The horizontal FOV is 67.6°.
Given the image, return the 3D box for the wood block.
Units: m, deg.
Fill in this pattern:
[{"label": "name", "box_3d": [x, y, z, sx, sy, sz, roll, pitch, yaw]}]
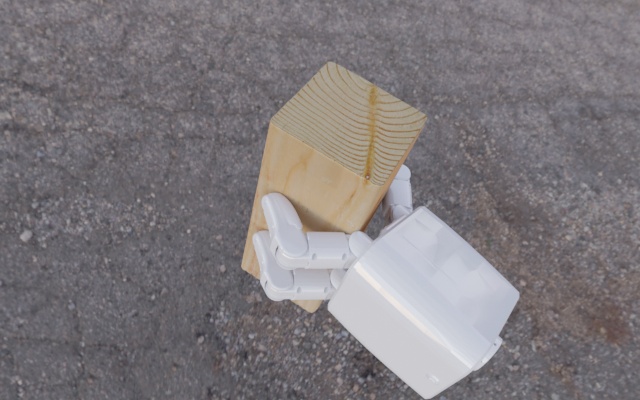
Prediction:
[{"label": "wood block", "box_3d": [0.001, 0.001, 0.417, 0.090, 0.090, 0.206, 31, -38, 8]}]
